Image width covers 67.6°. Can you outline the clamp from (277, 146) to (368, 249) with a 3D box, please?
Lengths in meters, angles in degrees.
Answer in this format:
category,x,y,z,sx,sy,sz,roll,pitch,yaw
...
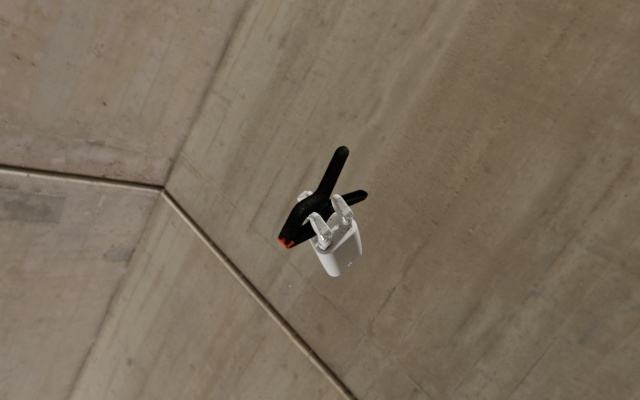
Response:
category,x,y,z,sx,sy,sz,roll,pitch,yaw
clamp,-0.001,0.003,0.900,0.036,0.210,0.165,38,-19,36
